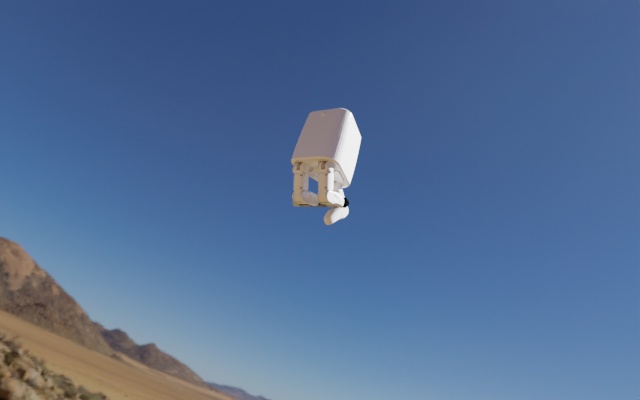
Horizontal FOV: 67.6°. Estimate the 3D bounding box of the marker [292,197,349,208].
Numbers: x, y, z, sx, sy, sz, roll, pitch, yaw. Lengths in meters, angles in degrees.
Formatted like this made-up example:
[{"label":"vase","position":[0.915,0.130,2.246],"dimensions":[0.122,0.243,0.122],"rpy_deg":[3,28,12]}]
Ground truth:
[{"label":"marker","position":[0.000,0.003,0.884],"dimensions":[0.121,0.020,0.020],"rpy_deg":[1,1,36]}]
